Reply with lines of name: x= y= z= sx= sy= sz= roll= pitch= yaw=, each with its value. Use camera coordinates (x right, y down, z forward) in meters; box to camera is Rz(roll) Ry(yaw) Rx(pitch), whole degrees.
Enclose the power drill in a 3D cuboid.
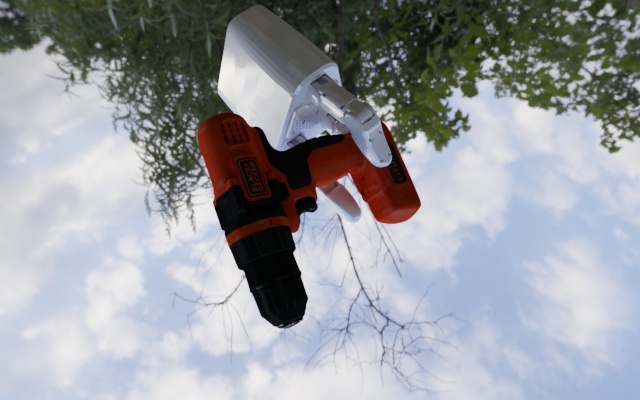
power drill: x=0.000 y=0.001 z=0.425 sx=0.187 sy=0.184 sz=0.057 roll=-12 pitch=-14 yaw=-35
